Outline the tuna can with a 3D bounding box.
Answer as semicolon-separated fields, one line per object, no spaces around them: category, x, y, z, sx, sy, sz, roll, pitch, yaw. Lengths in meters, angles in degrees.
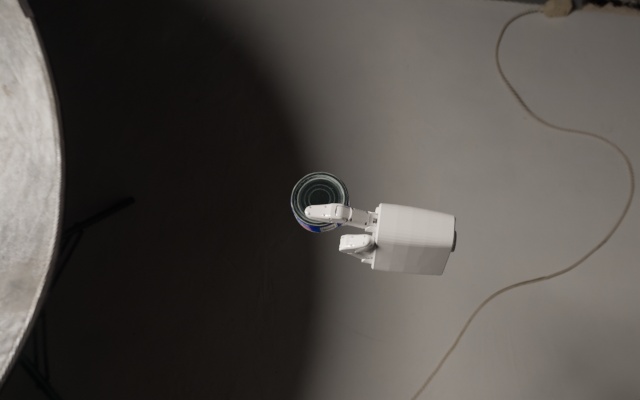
tuna can;0.000;0.002;0.700;0.086;0.086;0.034;0;-19;7
